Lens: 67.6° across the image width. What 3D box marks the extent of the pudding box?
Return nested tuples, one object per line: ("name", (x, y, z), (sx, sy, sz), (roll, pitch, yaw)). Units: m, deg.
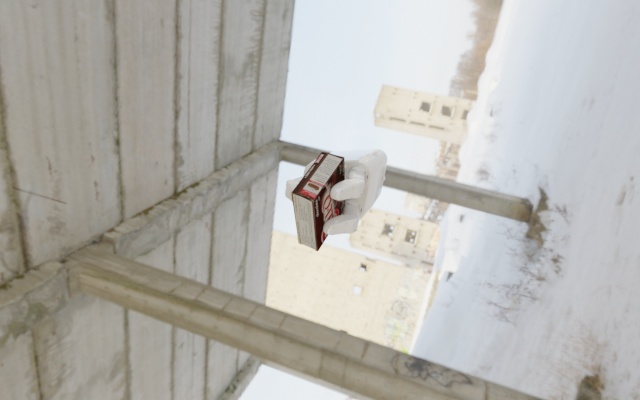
("pudding box", (0.000, 0.002, 0.667), (0.039, 0.090, 0.114), (18, -38, 21))
